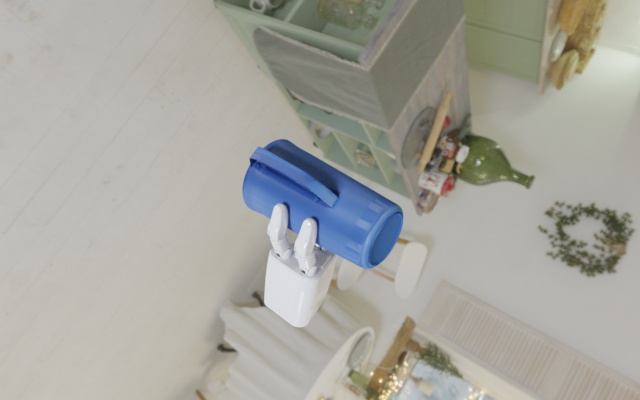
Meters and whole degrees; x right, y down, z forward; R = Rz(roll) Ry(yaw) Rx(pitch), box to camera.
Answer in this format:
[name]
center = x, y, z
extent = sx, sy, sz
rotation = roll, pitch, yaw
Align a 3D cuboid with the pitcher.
[pitcher]
center = 0.000, 0.003, 0.747
extent = 0.242, 0.145, 0.149
rotation = 29, 32, 28
